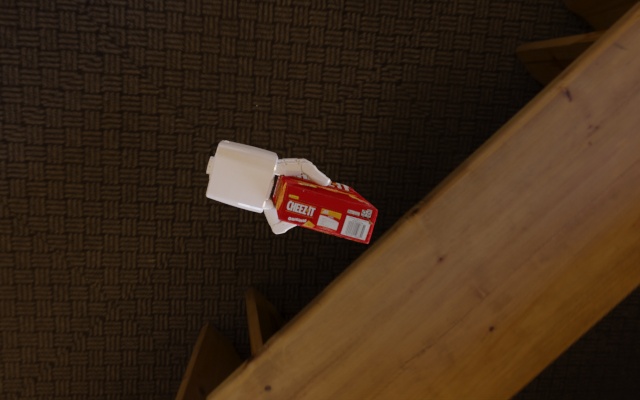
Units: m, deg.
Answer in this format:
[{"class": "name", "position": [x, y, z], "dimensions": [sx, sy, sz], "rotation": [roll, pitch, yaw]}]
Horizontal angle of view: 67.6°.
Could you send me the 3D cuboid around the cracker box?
[{"class": "cracker box", "position": [0.000, 0.003, 0.897], "dimensions": [0.164, 0.072, 0.213], "rotation": [15, 9, -10]}]
